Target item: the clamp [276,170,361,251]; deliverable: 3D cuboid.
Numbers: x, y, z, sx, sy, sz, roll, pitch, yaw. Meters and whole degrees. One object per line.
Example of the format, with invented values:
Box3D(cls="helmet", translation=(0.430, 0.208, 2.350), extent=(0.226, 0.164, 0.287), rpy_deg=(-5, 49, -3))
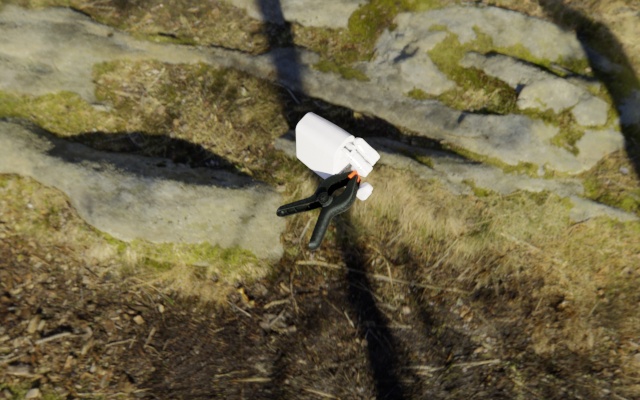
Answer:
Box3D(cls="clamp", translation=(0.000, 0.003, 0.897), extent=(0.120, 0.171, 0.039), rpy_deg=(35, -17, 27))
